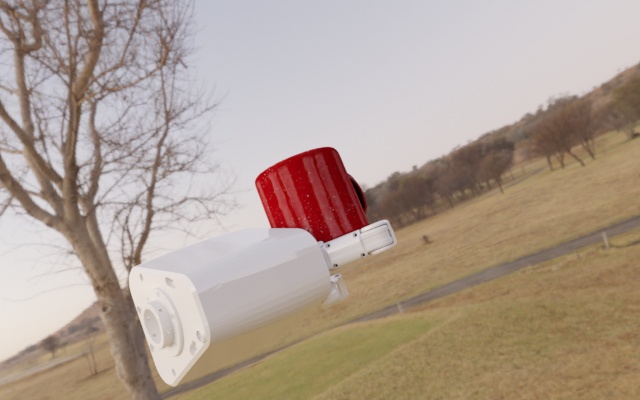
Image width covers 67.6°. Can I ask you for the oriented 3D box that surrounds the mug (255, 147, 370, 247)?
[{"bbox_3d":[0.001,0.001,0.437,0.117,0.081,0.093,-17,-8,-44],"label":"mug"}]
